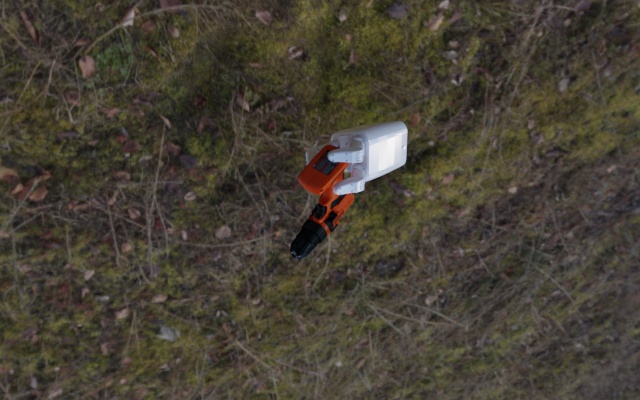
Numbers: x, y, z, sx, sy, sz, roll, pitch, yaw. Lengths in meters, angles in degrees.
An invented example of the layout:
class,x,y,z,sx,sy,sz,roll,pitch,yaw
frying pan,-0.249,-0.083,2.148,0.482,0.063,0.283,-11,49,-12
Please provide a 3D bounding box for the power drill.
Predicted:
class,x,y,z,sx,sy,sz,roll,pitch,yaw
power drill,0.000,0.002,0.885,0.057,0.184,0.188,28,-30,18
